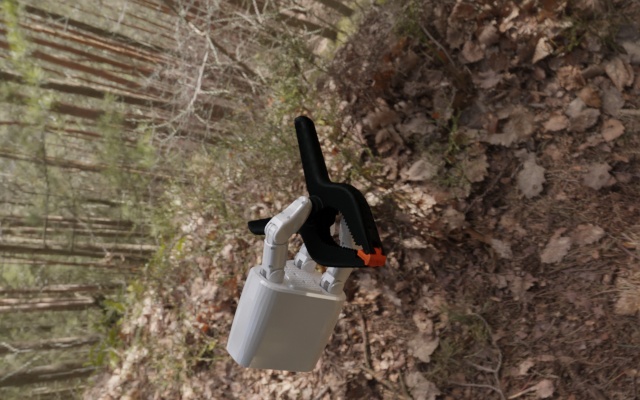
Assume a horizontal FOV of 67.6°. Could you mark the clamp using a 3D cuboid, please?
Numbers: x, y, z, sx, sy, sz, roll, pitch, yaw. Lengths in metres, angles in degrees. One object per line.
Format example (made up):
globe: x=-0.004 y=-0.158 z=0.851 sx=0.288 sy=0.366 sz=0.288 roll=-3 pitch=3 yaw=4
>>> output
clamp: x=0.000 y=0.002 z=0.541 sx=0.036 sy=0.164 sz=0.210 roll=10 pitch=15 yaw=-44
